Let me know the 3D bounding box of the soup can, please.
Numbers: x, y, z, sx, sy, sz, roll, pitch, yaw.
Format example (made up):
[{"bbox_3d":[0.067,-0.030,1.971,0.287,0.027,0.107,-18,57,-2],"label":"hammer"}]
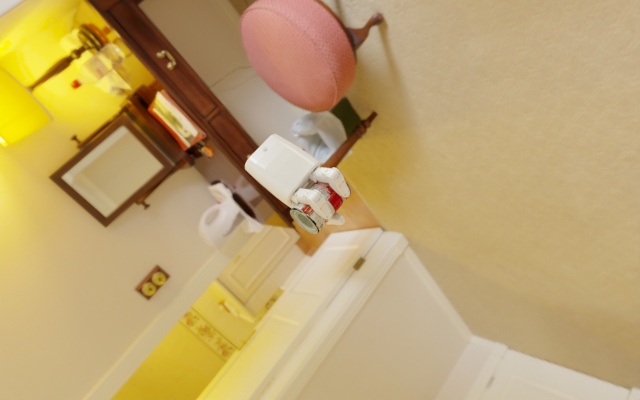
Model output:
[{"bbox_3d":[0.000,0.003,0.881,0.068,0.102,0.068,34,-22,16],"label":"soup can"}]
